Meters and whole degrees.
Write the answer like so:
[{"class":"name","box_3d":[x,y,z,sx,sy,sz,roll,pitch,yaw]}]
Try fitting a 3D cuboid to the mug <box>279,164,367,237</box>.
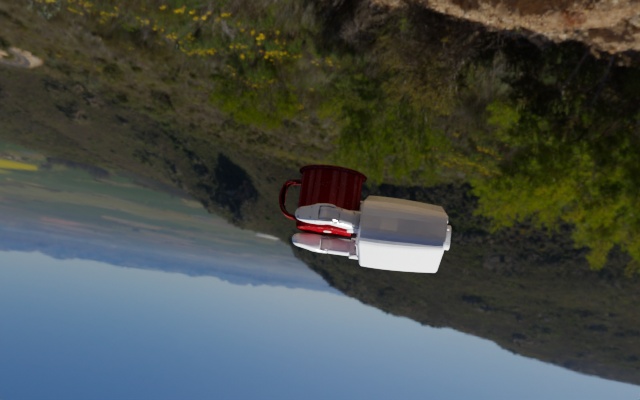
[{"class":"mug","box_3d":[-0.001,0.002,0.645,0.117,0.081,0.093,6,-11,10]}]
